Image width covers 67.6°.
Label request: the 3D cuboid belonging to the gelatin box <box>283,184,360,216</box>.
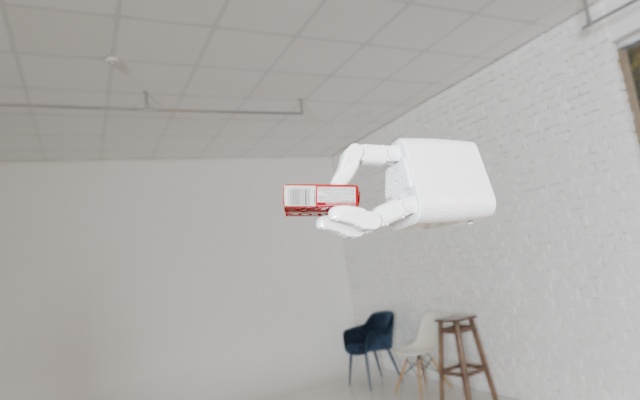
[{"bbox_3d":[0.000,0.001,0.580,0.089,0.030,0.073,1,-10,-2],"label":"gelatin box"}]
